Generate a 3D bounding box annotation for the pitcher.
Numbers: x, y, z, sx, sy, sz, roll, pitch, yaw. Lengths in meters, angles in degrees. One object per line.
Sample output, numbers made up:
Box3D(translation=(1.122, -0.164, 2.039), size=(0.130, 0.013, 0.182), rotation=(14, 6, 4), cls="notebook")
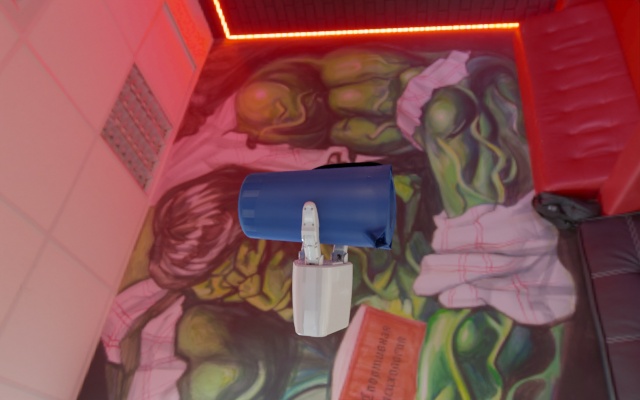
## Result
Box3D(translation=(0.000, 0.003, 0.774), size=(0.243, 0.145, 0.149), rotation=(1, -2, 11), cls="pitcher")
